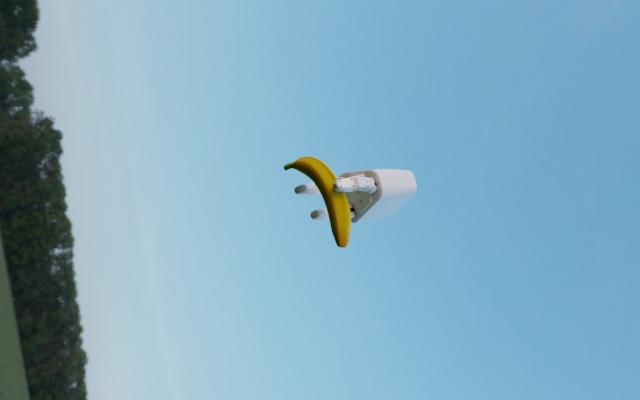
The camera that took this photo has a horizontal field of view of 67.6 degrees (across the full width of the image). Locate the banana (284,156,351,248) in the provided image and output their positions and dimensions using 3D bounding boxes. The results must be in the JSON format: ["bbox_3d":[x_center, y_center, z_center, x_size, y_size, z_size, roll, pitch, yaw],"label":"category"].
[{"bbox_3d":[0.008,-0.013,0.820,0.037,0.197,0.070,-1,-43,-46],"label":"banana"}]
